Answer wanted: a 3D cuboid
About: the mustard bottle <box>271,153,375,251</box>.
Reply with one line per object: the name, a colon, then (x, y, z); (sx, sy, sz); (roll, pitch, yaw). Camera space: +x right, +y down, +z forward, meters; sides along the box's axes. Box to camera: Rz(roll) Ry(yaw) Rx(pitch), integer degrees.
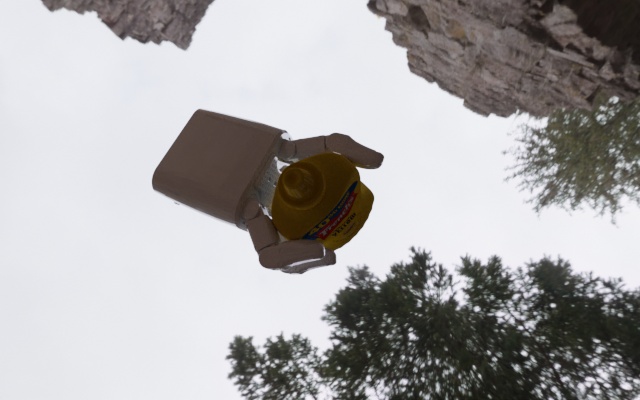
mustard bottle: (0.000, 0.002, 0.472); (0.058, 0.096, 0.192); (45, 1, 19)
